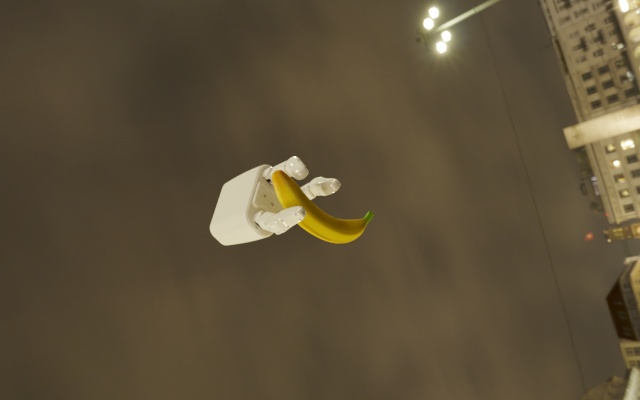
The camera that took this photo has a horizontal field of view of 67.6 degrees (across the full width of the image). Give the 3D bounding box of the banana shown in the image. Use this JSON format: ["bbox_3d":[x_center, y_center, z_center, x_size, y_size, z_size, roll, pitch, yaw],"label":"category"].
[{"bbox_3d":[0.000,0.021,0.710,0.198,0.069,0.037,25,-26,-37],"label":"banana"}]
